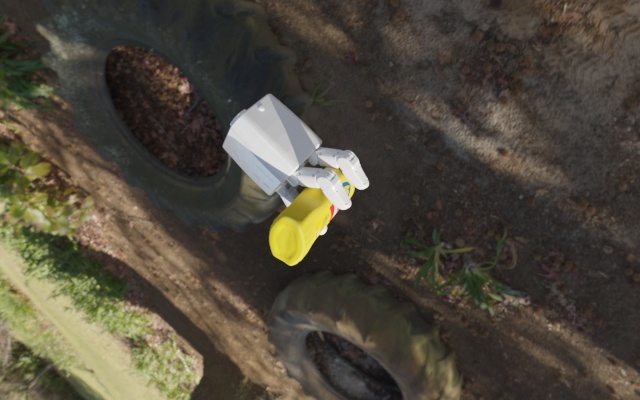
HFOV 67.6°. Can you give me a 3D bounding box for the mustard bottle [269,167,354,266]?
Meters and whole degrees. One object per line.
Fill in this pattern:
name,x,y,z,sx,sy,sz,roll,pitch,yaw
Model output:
mustard bottle,0.000,0.003,0.698,0.058,0.096,0.191,29,48,14
